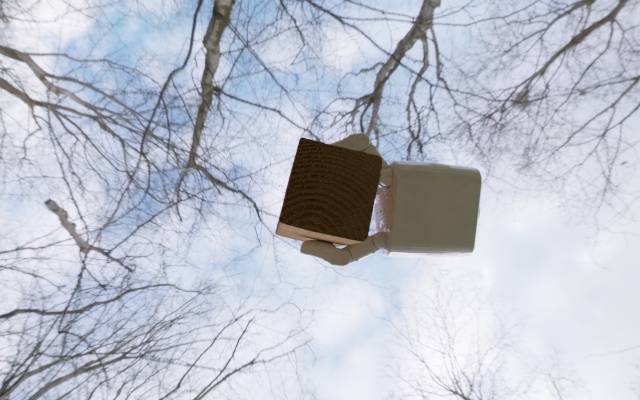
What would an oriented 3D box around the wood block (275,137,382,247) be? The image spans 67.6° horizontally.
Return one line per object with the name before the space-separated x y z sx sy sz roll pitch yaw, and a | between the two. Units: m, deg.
wood block | 0.000 0.002 0.570 0.090 0.091 0.206 13 -9 -5
